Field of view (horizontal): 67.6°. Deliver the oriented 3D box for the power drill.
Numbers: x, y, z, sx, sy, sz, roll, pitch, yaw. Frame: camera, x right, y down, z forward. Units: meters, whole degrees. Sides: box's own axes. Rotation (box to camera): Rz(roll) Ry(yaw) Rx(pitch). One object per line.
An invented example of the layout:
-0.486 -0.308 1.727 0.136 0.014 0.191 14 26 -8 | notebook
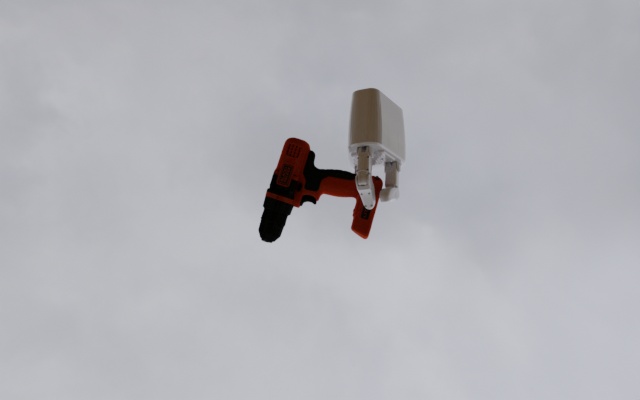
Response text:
0.001 0.003 0.804 0.187 0.184 0.057 17 0 4 | power drill
